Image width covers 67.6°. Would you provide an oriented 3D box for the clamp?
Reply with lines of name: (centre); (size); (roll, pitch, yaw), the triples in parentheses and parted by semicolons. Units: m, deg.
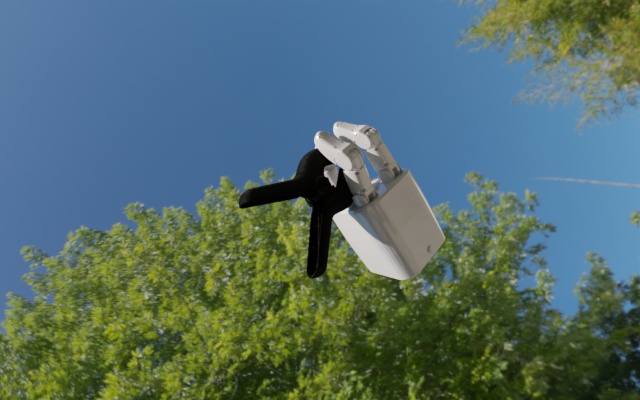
clamp: (0.000, 0.002, 0.542); (0.171, 0.120, 0.039); (-40, 13, -35)
